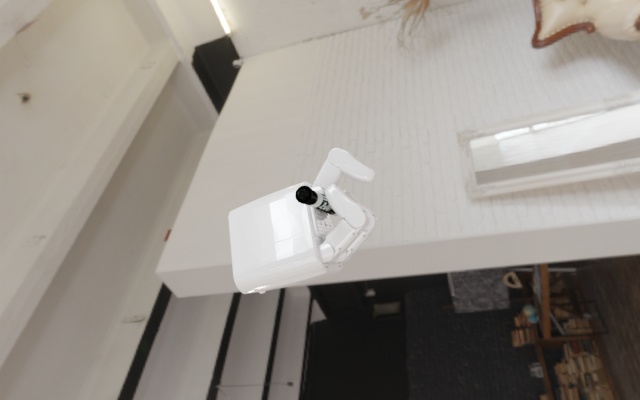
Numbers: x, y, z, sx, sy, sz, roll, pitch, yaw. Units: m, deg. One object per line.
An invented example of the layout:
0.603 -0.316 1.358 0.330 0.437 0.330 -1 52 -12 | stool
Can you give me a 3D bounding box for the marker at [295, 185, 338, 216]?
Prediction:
0.000 0.002 0.529 0.020 0.020 0.121 0 -8 18 | marker
